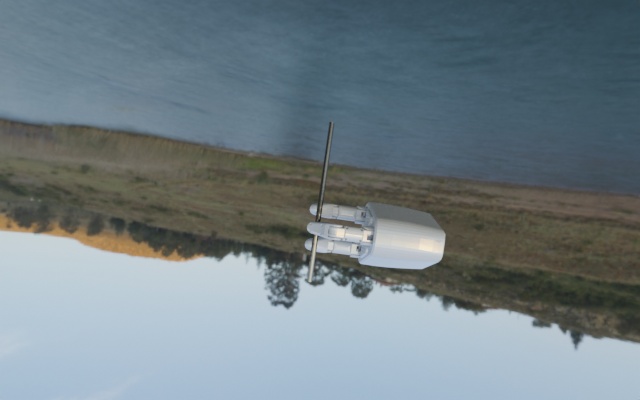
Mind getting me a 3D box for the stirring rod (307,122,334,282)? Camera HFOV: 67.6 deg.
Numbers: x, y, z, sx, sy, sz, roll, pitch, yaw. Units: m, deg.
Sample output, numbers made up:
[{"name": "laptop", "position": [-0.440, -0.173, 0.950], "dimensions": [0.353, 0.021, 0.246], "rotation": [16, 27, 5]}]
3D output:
[{"name": "stirring rod", "position": [0.000, 0.002, 0.715], "dimensions": [0.011, 0.239, 0.011], "rotation": [8, 0, 0]}]
